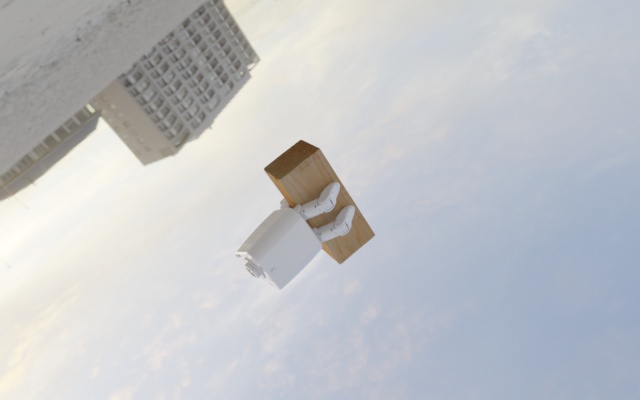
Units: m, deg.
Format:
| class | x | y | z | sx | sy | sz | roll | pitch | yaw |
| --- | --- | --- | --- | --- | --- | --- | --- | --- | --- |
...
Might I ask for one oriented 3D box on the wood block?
| class | x | y | z | sx | sy | sz | roll | pitch | yaw |
| --- | --- | --- | --- | --- | --- | --- | --- | --- | --- |
| wood block | 0.000 | 0.003 | 0.864 | 0.090 | 0.206 | 0.090 | -39 | 29 | -9 |
